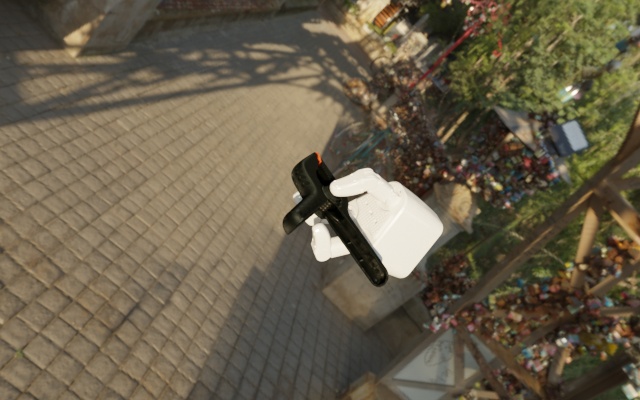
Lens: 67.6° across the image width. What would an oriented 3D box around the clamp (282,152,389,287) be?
[{"bbox_3d":[0.001,0.001,0.602,0.036,0.209,0.165,-41,-47,20],"label":"clamp"}]
